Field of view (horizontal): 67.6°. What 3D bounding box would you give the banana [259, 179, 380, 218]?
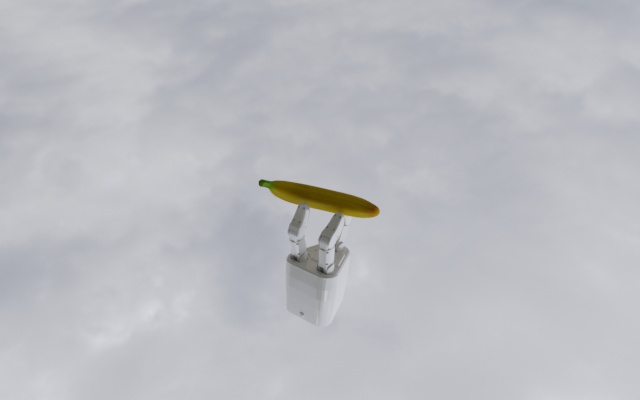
[{"bbox_3d":[0.000,-0.001,0.780,0.198,0.037,0.069,12,10,8],"label":"banana"}]
